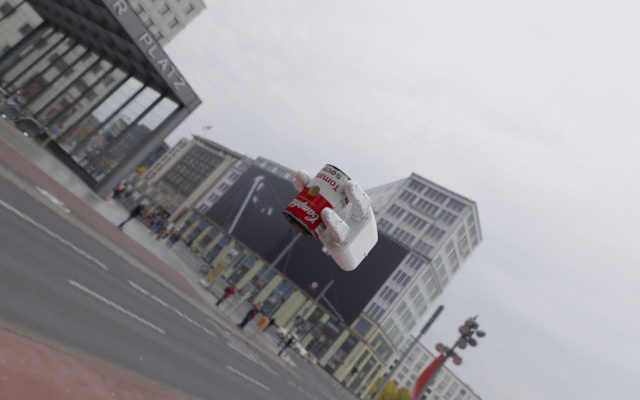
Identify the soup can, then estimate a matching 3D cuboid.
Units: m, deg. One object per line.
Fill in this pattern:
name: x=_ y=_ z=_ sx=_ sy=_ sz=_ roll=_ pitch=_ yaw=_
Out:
soup can: x=0.000 y=0.002 z=0.734 sx=0.068 sy=0.102 sz=0.068 roll=39 pitch=-14 yaw=11
